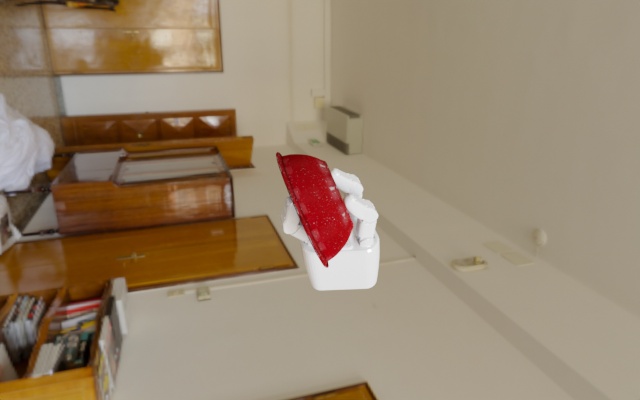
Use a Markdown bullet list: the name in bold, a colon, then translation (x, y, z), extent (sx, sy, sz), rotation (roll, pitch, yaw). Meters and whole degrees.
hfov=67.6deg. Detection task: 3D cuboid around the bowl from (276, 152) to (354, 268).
- **bowl**: translation (0.000, 0.001, 0.612), extent (0.055, 0.162, 0.162), rotation (-24, -1, 3)
